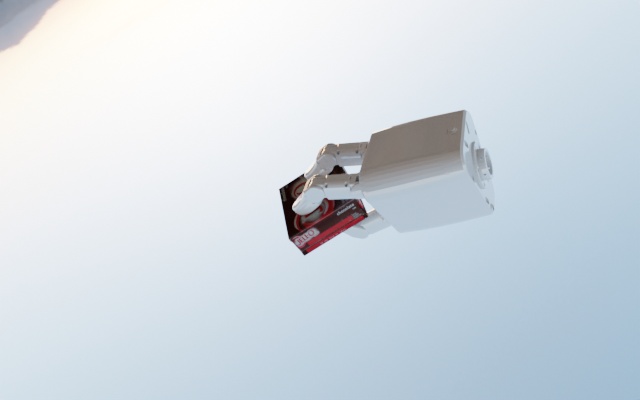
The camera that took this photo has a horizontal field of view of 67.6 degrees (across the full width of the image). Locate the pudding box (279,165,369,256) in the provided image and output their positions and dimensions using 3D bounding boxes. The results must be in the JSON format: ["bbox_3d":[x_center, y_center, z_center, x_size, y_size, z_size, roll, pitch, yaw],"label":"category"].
[{"bbox_3d":[0.000,0.002,0.576,0.090,0.039,0.113,-32,31,9],"label":"pudding box"}]
